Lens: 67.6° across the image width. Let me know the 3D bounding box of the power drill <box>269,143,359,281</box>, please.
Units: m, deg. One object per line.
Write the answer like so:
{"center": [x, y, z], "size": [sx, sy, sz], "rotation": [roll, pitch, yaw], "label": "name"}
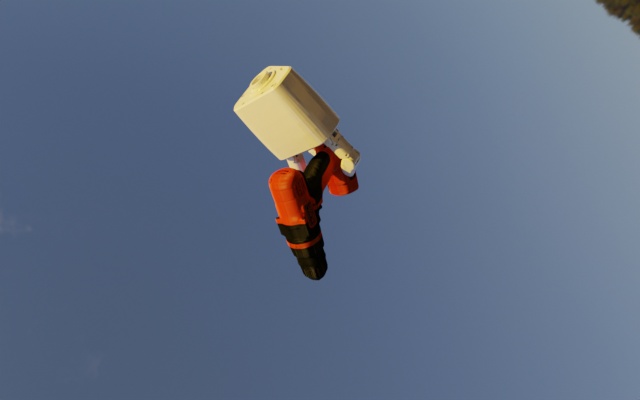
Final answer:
{"center": [0.000, 0.002, 0.730], "size": [0.057, 0.184, 0.187], "rotation": [1, 33, 26], "label": "power drill"}
